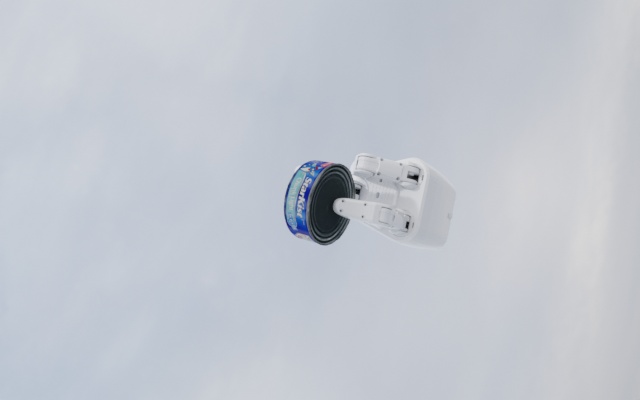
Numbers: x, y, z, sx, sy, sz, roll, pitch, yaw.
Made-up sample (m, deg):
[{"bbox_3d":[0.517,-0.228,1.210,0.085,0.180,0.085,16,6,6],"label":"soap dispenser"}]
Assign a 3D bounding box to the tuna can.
[{"bbox_3d":[0.000,0.002,0.498,0.033,0.086,0.086,13,7,33],"label":"tuna can"}]
